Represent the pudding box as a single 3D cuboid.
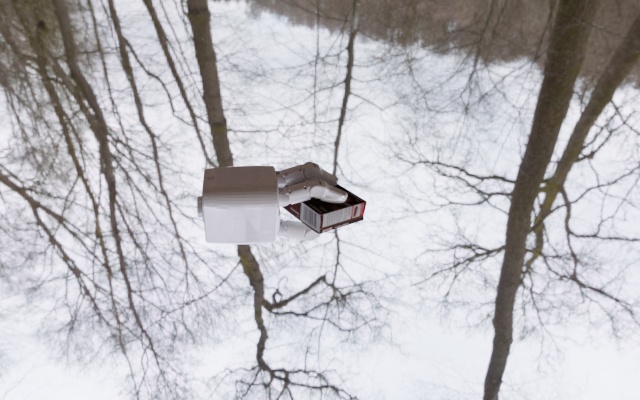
[{"bbox_3d":[0.000,0.003,0.734,0.090,0.039,0.113,-16,36,-35],"label":"pudding box"}]
